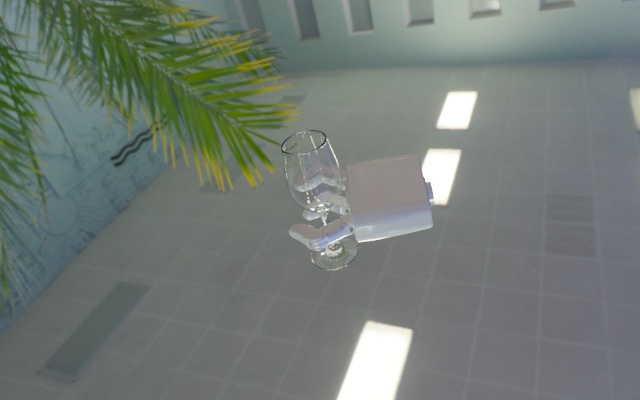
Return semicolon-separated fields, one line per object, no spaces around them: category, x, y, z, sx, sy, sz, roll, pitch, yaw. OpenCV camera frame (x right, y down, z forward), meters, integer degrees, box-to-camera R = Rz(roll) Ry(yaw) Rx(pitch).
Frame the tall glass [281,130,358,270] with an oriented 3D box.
tall glass;0.000;0.003;0.679;0.079;0.201;0.079;-11;35;8
